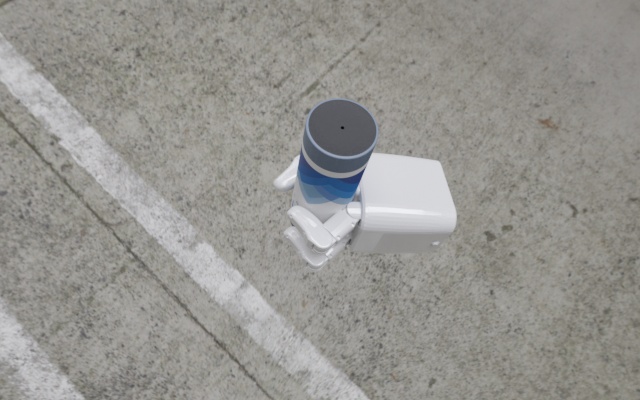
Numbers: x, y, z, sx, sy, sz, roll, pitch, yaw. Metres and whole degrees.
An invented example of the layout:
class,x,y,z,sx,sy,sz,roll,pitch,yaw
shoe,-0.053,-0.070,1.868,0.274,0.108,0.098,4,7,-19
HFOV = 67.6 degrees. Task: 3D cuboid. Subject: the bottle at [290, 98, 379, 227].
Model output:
class,x,y,z,sx,sy,sz,roll,pitch,yaw
bottle,0.000,0.002,0.554,0.069,0.069,0.296,0,-27,-9
